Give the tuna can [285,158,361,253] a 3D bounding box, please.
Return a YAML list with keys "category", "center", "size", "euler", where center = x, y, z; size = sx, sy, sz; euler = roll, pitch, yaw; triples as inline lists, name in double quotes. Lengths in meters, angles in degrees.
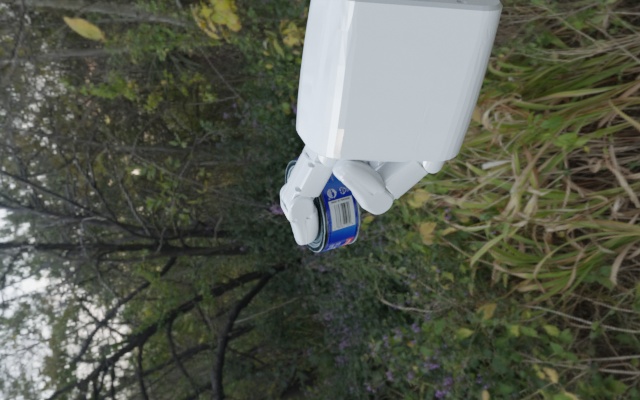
- category: "tuna can"
  center: [0.000, 0.002, 0.418]
  size: [0.034, 0.086, 0.086]
  euler: [-16, 6, -22]
